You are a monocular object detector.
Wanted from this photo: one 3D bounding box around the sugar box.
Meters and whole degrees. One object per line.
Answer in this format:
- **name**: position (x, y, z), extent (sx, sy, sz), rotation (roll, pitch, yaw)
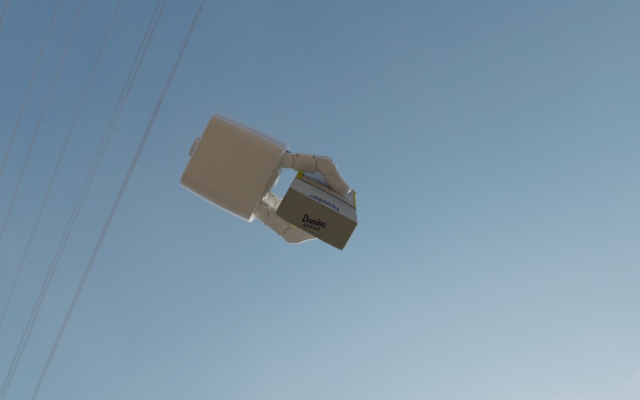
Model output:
- **sugar box**: position (0.000, 0.002, 0.637), extent (0.093, 0.048, 0.176), rotation (28, 16, -3)
